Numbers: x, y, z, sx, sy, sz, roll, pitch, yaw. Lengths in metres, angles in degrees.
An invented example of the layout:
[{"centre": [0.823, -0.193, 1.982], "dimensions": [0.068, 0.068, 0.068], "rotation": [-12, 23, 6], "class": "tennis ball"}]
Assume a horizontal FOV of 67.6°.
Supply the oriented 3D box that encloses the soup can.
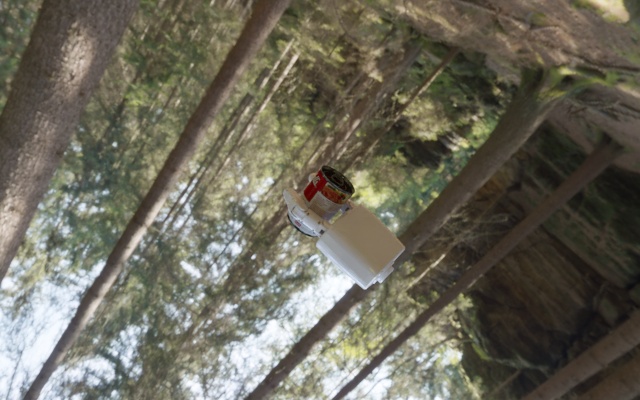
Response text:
[{"centre": [0.000, 0.002, 0.787], "dimensions": [0.068, 0.102, 0.068], "rotation": [32, 23, -15], "class": "soup can"}]
